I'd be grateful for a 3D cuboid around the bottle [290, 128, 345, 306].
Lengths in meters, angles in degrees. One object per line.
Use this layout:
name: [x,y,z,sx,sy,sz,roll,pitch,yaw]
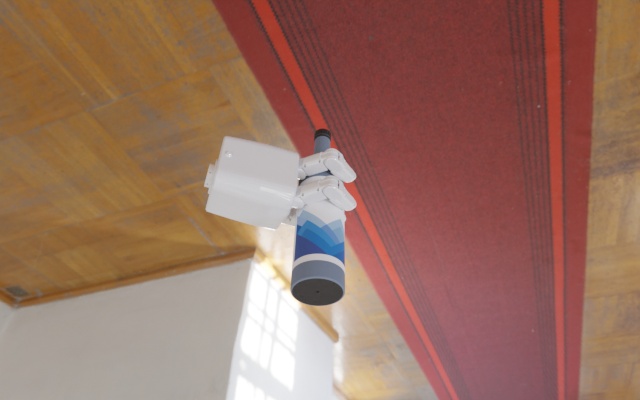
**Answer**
bottle: [0.000,0.002,0.673,0.069,0.295,0.069,1,-42,1]
